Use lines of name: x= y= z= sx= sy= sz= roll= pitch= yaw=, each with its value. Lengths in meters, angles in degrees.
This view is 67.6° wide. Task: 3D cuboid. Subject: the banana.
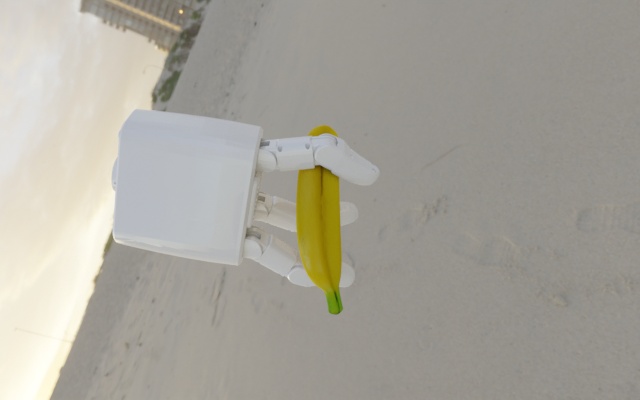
banana: x=-0.001 y=-0.006 z=0.417 sx=0.037 sy=0.197 sz=0.070 roll=-1 pitch=-34 yaw=2
